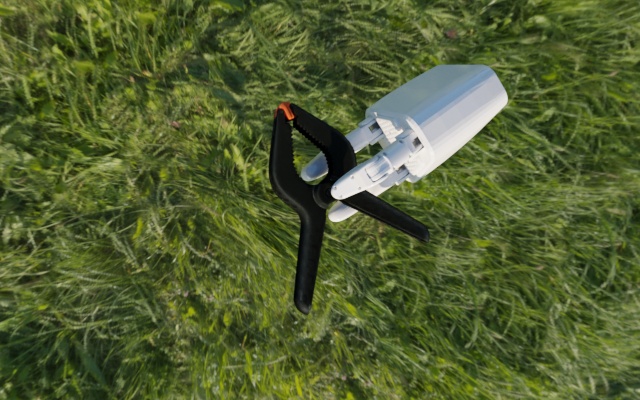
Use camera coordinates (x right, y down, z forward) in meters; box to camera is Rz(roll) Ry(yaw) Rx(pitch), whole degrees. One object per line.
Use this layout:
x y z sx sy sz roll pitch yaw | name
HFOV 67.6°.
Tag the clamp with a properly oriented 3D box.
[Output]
0.000 0.001 0.492 0.164 0.210 0.036 -36 9 -13 | clamp
